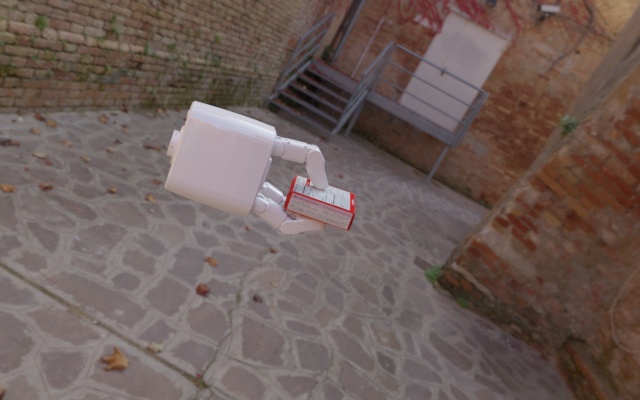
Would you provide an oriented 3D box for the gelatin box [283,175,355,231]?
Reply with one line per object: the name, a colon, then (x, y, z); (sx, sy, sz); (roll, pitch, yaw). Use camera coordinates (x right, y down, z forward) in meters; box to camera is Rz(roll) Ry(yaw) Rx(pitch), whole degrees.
gelatin box: (0.001, 0.002, 0.627); (0.089, 0.030, 0.073); (18, 19, -3)
